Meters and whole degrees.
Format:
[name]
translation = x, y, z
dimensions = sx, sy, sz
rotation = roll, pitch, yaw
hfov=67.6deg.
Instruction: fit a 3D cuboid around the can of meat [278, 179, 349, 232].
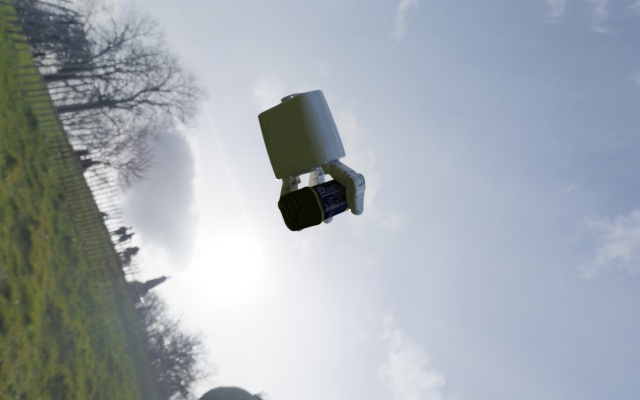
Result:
[can of meat]
translation = 0.000, 0.002, 0.713
dimensions = 0.084, 0.057, 0.102
rotation = -21, 1, -36
